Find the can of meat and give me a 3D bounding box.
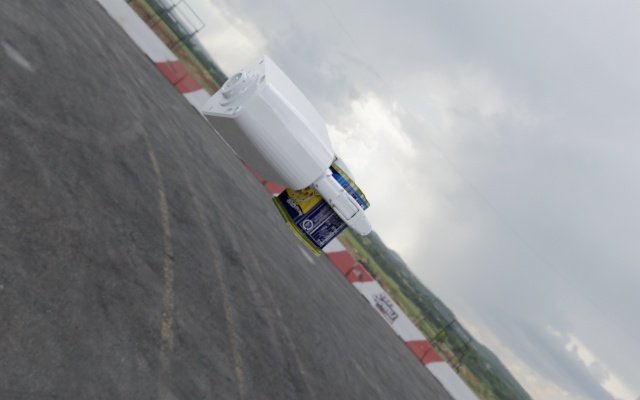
[{"bbox_3d":[0.000,0.002,0.548,0.057,0.084,0.102,47,2,-30],"label":"can of meat"}]
